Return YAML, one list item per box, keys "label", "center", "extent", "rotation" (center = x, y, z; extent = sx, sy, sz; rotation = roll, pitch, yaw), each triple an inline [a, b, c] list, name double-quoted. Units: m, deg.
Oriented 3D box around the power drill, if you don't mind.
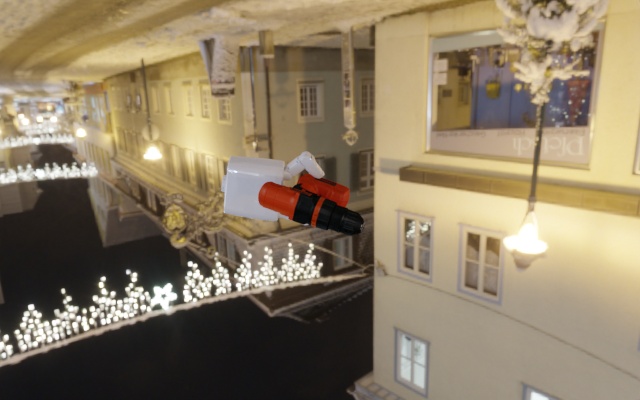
- label: "power drill"
  center: [0.000, 0.003, 0.855]
  extent: [0.184, 0.057, 0.187]
  rotation: [20, 12, 9]
